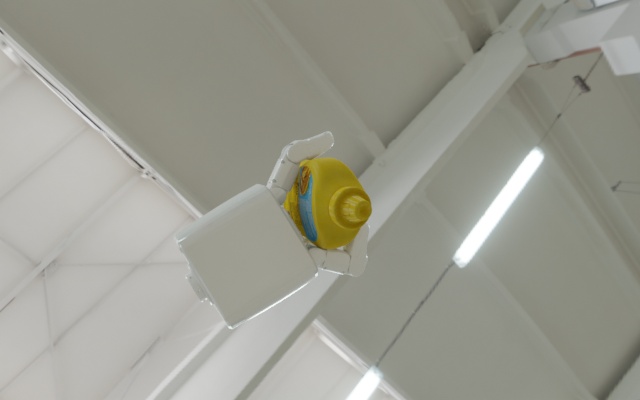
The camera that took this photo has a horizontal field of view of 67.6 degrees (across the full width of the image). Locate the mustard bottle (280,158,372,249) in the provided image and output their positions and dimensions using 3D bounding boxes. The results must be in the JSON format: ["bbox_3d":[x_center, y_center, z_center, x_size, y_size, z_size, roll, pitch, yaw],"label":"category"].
[{"bbox_3d":[0.000,0.002,0.517,0.058,0.096,0.191,-6,7,-23],"label":"mustard bottle"}]
